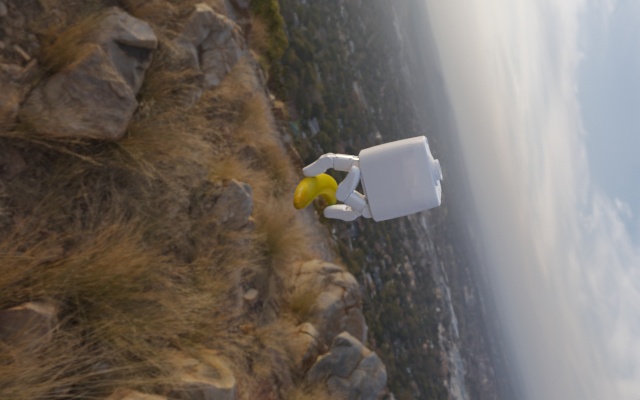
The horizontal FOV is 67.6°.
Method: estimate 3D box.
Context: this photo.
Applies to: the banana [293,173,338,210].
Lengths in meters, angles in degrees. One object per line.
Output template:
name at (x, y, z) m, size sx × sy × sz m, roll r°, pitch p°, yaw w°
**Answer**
banana at (-0.002, -0.015, 0.832) m, size 0.037 × 0.069 × 0.198 m, roll -13°, pitch -8°, yaw 20°
